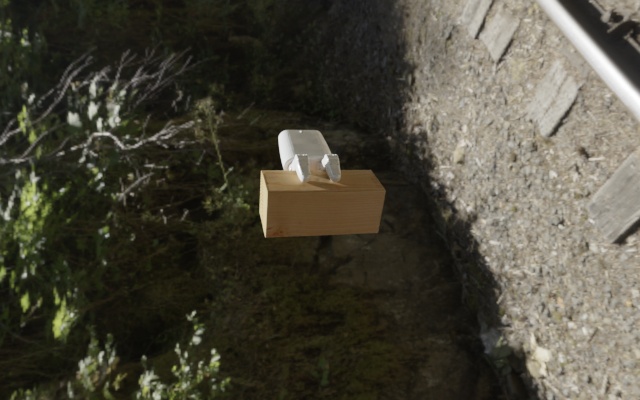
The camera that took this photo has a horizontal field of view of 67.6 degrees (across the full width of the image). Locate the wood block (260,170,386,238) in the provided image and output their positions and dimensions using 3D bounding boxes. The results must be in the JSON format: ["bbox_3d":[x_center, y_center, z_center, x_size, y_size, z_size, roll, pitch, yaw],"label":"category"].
[{"bbox_3d":[0.000,0.003,0.856,0.206,0.091,0.090,-2,30,-14],"label":"wood block"}]
